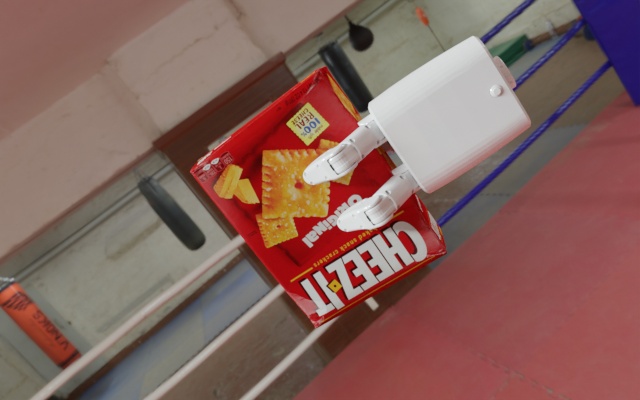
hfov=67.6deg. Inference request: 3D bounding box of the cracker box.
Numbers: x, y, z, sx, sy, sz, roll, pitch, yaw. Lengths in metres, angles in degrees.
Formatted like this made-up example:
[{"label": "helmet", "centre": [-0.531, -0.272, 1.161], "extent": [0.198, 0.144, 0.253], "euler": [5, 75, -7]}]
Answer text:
[{"label": "cracker box", "centre": [0.000, 0.001, 0.485], "extent": [0.164, 0.214, 0.072], "euler": [-34, 11, 16]}]
